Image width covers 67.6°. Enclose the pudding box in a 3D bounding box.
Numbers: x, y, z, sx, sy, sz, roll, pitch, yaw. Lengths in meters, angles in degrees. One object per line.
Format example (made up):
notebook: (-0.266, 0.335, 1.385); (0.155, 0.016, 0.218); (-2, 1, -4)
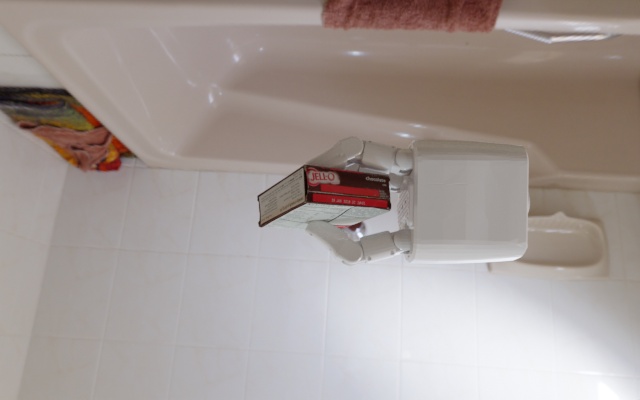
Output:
pudding box: (0.000, 0.002, 0.462); (0.090, 0.039, 0.113); (6, -19, -28)
